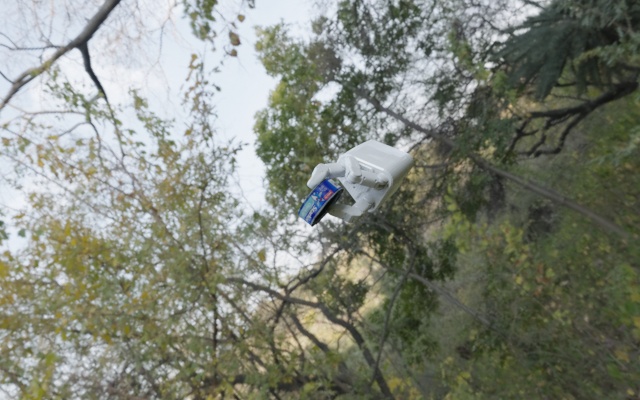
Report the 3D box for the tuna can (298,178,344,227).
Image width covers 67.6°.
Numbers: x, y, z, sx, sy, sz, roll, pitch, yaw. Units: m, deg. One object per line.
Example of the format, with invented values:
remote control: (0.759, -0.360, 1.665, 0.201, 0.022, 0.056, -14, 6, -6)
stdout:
tuna can: (0.000, 0.002, 0.820, 0.034, 0.086, 0.086, 40, 7, 9)
